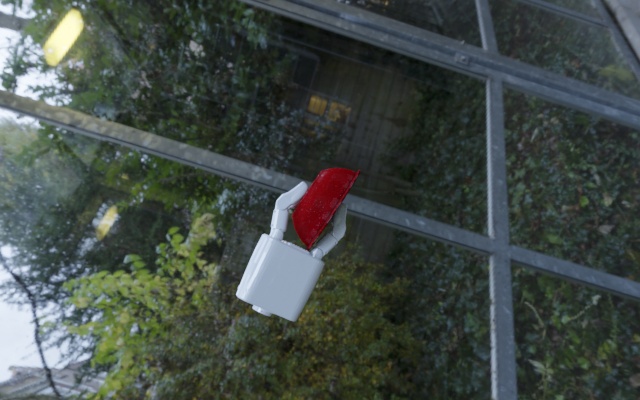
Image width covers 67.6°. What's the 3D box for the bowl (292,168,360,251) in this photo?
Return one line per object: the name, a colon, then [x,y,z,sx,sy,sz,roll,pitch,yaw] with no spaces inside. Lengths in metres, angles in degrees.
bowl: [0.000,0.001,0.791,0.055,0.162,0.162,34,0,0]
